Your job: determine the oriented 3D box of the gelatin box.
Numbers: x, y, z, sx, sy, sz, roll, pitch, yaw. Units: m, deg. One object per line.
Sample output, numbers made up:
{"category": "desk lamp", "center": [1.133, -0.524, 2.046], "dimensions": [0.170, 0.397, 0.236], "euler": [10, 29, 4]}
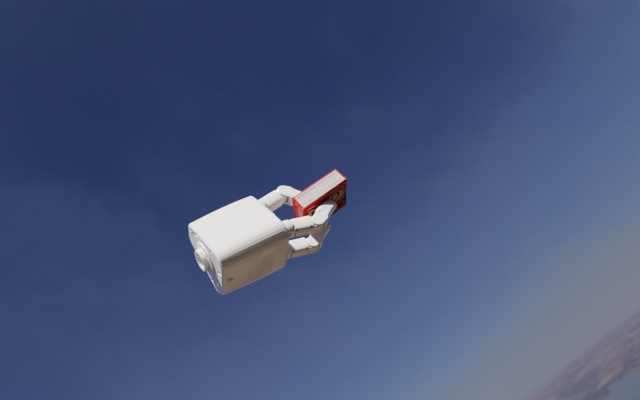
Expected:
{"category": "gelatin box", "center": [0.000, 0.002, 0.748], "dimensions": [0.089, 0.030, 0.073], "euler": [-35, -28, -19]}
